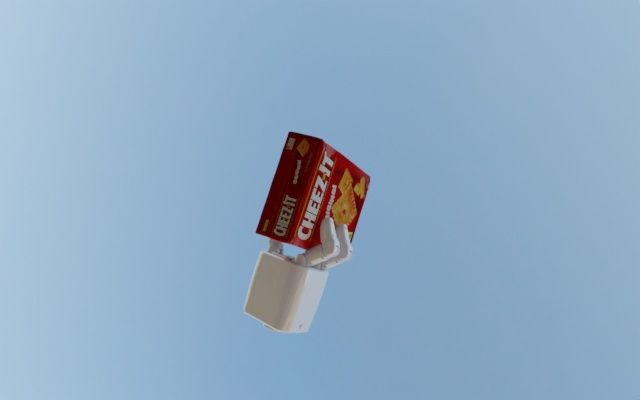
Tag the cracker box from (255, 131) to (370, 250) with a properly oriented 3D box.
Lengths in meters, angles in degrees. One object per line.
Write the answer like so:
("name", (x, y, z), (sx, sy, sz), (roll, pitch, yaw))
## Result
("cracker box", (0.000, 0.003, 0.790), (0.072, 0.164, 0.214), (15, -6, 28))
